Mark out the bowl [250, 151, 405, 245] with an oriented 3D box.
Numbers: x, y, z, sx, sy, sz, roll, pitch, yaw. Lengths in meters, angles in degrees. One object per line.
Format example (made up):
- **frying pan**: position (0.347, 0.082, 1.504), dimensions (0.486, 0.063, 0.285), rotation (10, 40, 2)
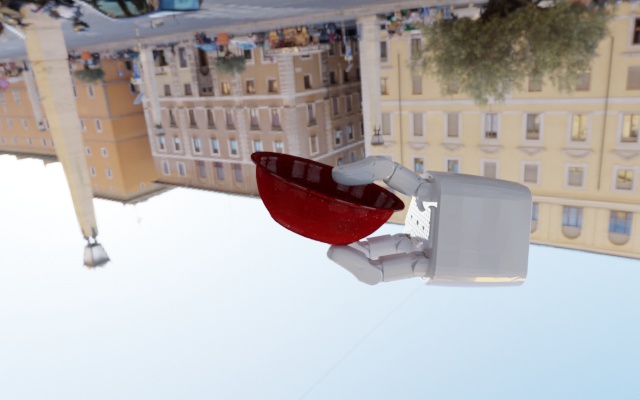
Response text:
- **bowl**: position (-0.001, 0.002, 0.484), dimensions (0.162, 0.055, 0.162), rotation (18, 13, -4)
